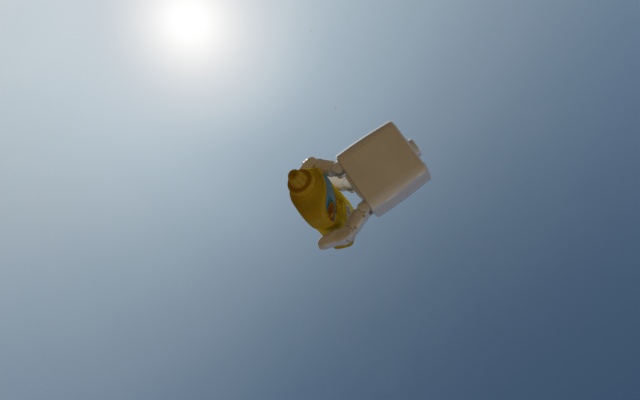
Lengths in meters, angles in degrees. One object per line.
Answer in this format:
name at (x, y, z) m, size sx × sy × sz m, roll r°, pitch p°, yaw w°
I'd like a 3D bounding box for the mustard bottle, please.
mustard bottle at (0.000, 0.003, 0.755) m, size 0.058 × 0.096 × 0.192 m, roll -14°, pitch -30°, yaw 19°
